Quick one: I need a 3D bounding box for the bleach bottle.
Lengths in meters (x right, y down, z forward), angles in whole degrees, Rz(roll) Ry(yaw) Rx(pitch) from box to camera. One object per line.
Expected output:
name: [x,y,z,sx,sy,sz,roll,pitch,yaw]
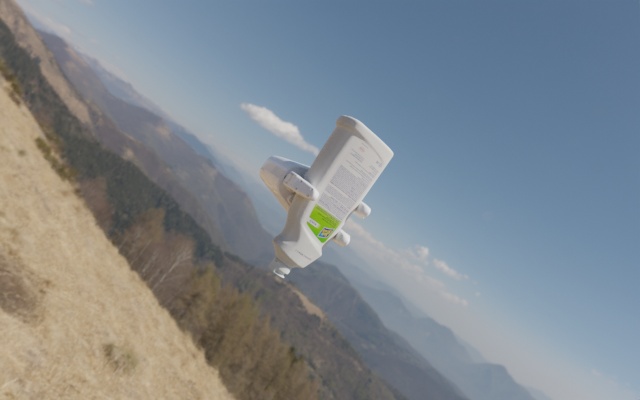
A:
bleach bottle: [0.000,0.002,0.719,0.102,0.251,0.068,37,-2,-29]
